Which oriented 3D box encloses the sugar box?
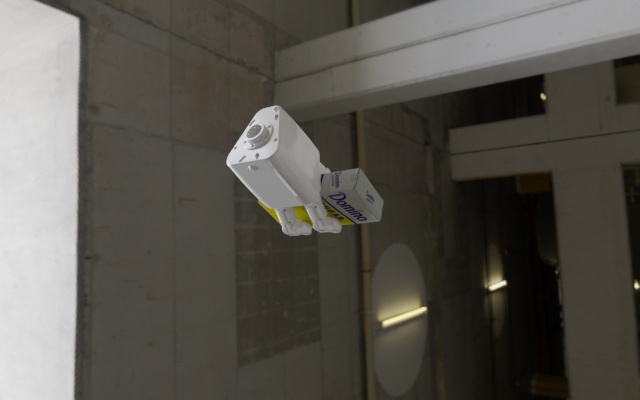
[{"bbox_3d":[0.000,0.003,0.755,0.176,0.048,0.093,-6,-36,32],"label":"sugar box"}]
